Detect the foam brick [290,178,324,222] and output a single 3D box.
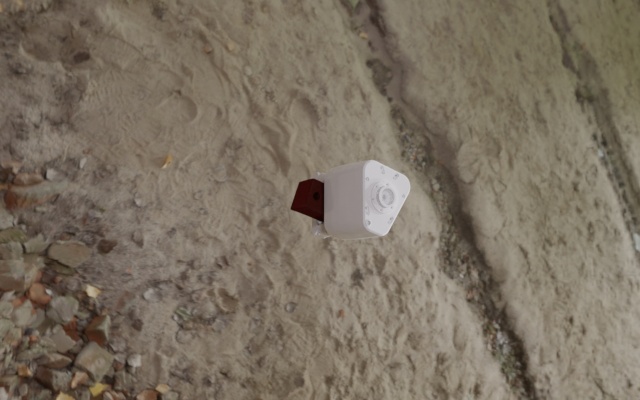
[{"bbox_3d":[0.000,0.003,0.800,0.078,0.053,0.051,22,-16,-27],"label":"foam brick"}]
